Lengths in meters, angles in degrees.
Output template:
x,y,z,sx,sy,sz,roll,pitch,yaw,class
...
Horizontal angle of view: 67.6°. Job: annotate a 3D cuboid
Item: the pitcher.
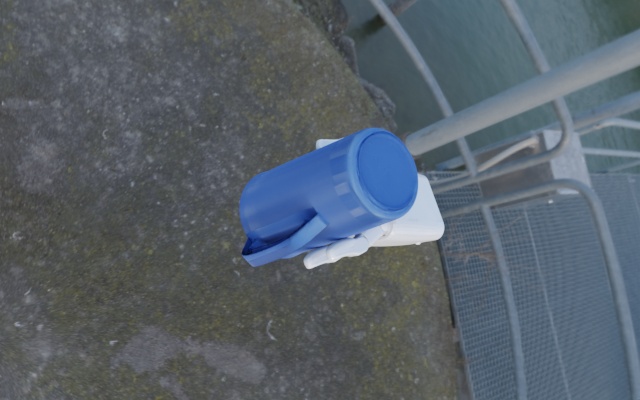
x,y,z,sx,sy,sz,roll,pitch,yaw,class
0.000,0.002,0.616,0.145,0.149,0.243,5,-16,-35,pitcher
